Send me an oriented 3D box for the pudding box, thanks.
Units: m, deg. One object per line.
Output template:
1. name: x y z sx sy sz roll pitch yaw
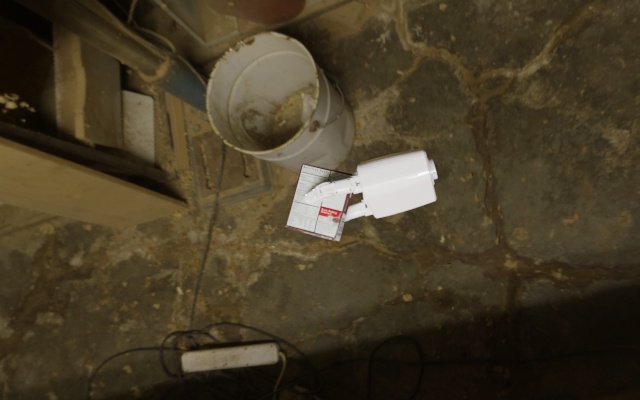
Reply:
1. pudding box: 0.000 0.003 0.793 0.090 0.113 0.039 14 -6 14
